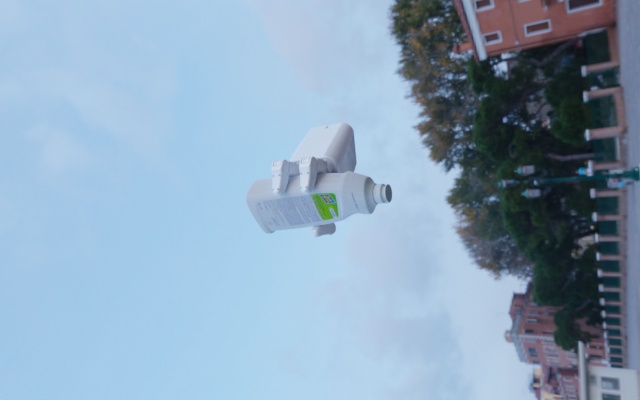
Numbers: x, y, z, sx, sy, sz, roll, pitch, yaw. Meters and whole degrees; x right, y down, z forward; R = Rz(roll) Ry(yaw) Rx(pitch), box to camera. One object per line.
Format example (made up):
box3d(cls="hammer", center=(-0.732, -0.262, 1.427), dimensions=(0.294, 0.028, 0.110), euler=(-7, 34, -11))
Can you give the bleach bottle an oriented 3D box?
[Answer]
box3d(cls="bleach bottle", center=(0.000, 0.003, 0.797), dimensions=(0.251, 0.103, 0.068), euler=(-4, 42, 31))
